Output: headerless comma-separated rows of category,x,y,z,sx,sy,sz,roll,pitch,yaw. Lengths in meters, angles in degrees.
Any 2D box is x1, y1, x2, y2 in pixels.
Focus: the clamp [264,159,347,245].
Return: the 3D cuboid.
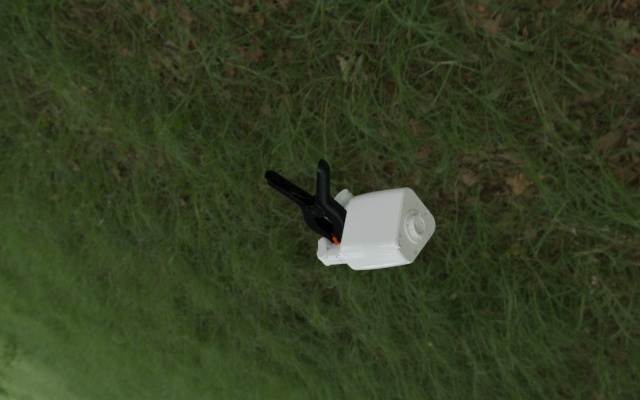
clamp,0.000,0.003,0.765,0.120,0.039,0.171,-13,-51,45
